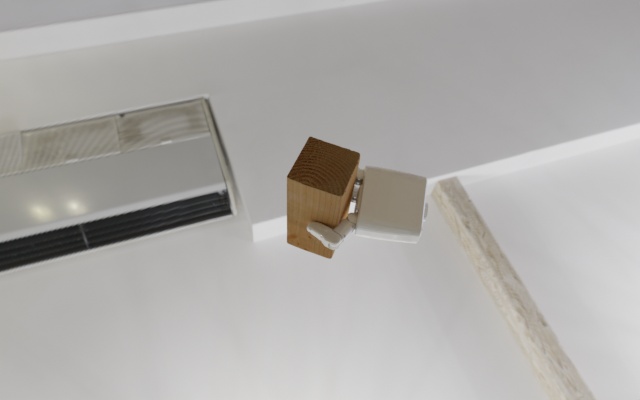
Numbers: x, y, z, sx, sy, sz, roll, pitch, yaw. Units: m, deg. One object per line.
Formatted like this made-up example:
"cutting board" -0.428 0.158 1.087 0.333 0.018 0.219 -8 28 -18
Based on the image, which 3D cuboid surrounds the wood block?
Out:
"wood block" 0.000 0.003 0.803 0.090 0.090 0.206 20 -33 9
